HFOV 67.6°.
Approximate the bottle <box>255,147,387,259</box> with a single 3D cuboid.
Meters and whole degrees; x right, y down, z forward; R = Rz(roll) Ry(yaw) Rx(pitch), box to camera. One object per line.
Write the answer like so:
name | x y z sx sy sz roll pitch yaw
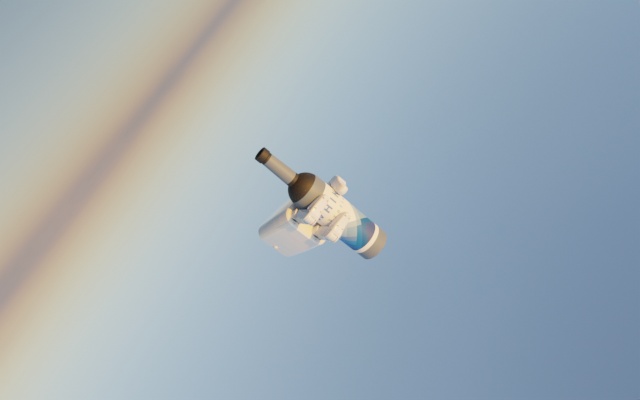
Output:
bottle | 0.000 0.003 0.886 0.296 0.069 0.069 39 -17 -22
